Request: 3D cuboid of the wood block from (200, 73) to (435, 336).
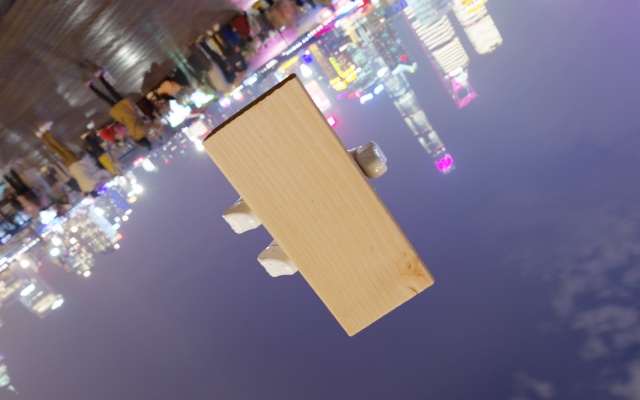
[{"bbox_3d":[0.000,0.001,0.421,0.091,0.206,0.090,-35,16,5],"label":"wood block"}]
